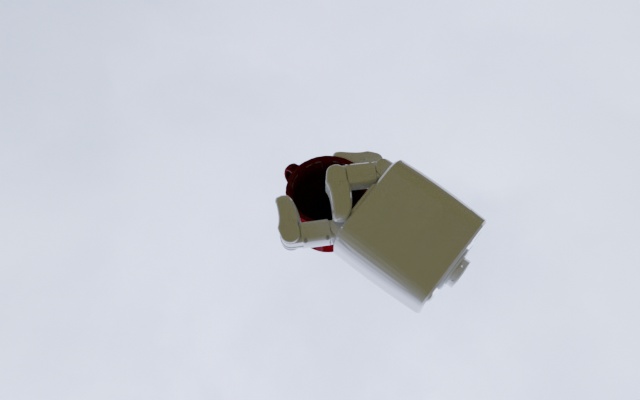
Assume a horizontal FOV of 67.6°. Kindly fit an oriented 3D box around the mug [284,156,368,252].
[{"bbox_3d":[-0.001,0.001,0.561,0.117,0.093,0.082,38,-24,21],"label":"mug"}]
